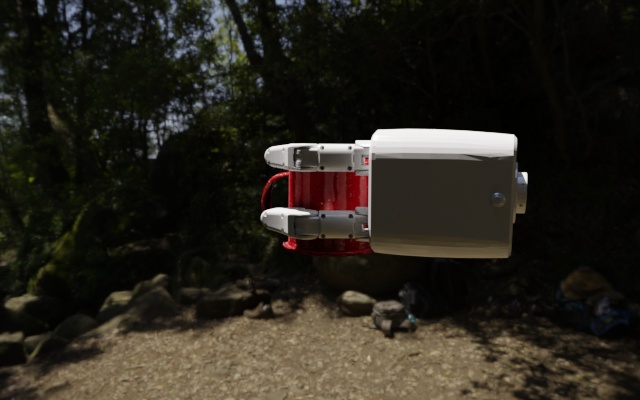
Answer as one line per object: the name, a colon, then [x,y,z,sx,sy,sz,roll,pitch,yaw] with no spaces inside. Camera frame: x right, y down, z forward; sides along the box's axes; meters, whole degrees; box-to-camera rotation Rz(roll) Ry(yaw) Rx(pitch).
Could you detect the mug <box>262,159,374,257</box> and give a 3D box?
mug: [-0.001,0.001,0.450,0.117,0.081,0.093,3,8,19]
